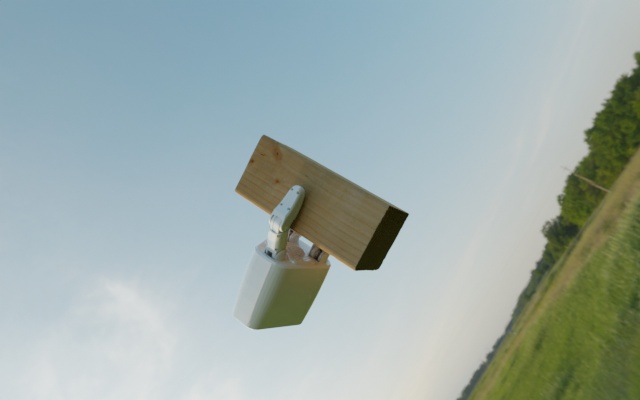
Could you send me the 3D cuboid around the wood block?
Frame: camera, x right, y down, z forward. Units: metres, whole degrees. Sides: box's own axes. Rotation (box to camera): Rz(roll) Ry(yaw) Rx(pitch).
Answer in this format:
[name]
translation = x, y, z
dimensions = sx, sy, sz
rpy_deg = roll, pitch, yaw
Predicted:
[wood block]
translation = 0.000, 0.002, 0.640
dimensions = 0.206, 0.090, 0.091
rpy_deg = 31, 7, 26
